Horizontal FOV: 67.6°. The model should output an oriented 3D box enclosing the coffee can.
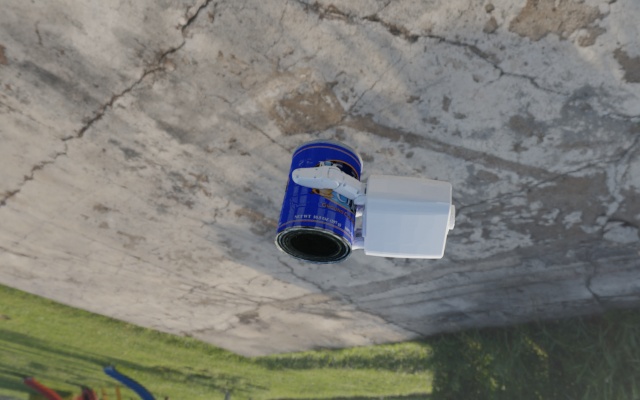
[{"bbox_3d":[0.000,0.002,0.653,0.103,0.140,0.103,7,-31,4],"label":"coffee can"}]
